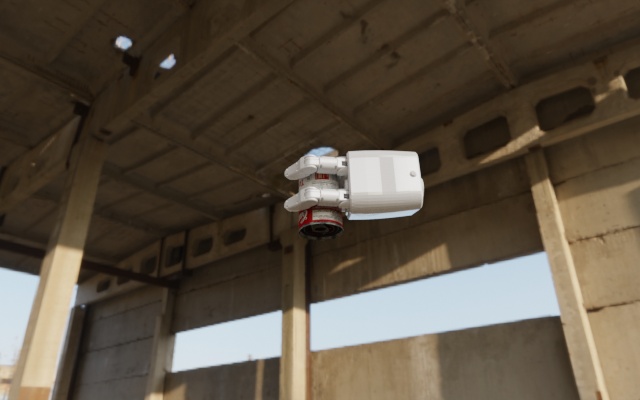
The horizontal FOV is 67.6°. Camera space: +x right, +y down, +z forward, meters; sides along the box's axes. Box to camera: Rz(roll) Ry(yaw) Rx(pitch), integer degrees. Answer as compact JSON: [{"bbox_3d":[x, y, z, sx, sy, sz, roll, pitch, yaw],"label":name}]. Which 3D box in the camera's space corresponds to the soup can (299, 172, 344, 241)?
[{"bbox_3d":[0.000,0.002,0.736,0.068,0.102,0.068,-1,-26,-1],"label":"soup can"}]
